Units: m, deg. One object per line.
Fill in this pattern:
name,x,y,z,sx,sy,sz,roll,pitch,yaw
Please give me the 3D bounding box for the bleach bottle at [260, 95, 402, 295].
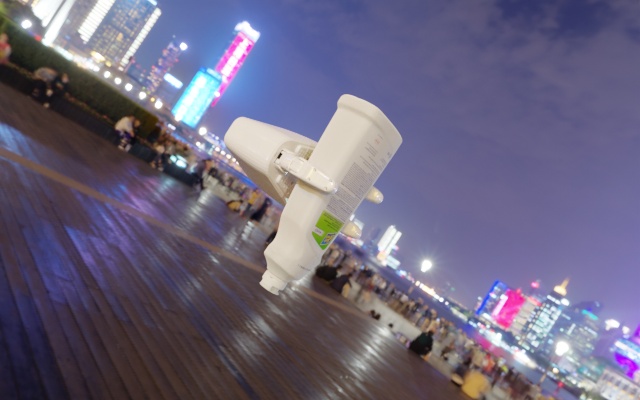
bleach bottle,0.000,0.002,0.590,0.068,0.251,0.103,32,-2,38
